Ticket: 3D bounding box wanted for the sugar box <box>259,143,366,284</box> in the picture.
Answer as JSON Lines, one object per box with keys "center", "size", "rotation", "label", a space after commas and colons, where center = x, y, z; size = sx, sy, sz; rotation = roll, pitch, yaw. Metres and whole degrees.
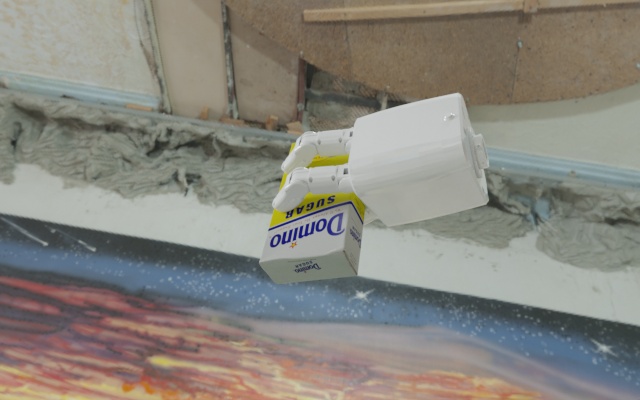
{"center": [0.000, 0.001, 0.514], "size": [0.093, 0.176, 0.048], "rotation": [-10, -47, 22], "label": "sugar box"}
